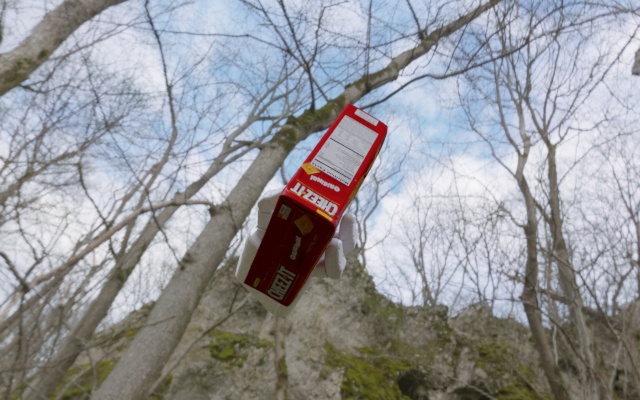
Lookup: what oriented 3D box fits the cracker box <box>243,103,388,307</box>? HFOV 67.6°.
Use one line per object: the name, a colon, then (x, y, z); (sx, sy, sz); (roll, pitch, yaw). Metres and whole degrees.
cracker box: (0.000, 0.002, 0.594); (0.072, 0.164, 0.213); (29, 43, 3)
